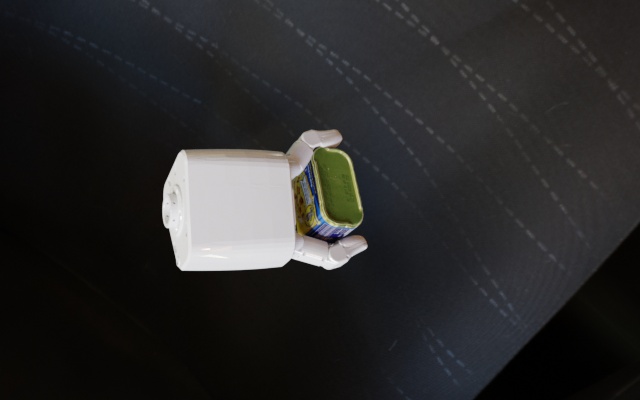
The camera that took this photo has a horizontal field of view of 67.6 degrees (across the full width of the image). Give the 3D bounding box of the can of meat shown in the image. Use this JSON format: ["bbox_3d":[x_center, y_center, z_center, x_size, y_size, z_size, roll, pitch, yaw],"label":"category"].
[{"bbox_3d":[0.000,0.002,0.542,0.057,0.102,0.084,4,-29,-29],"label":"can of meat"}]
